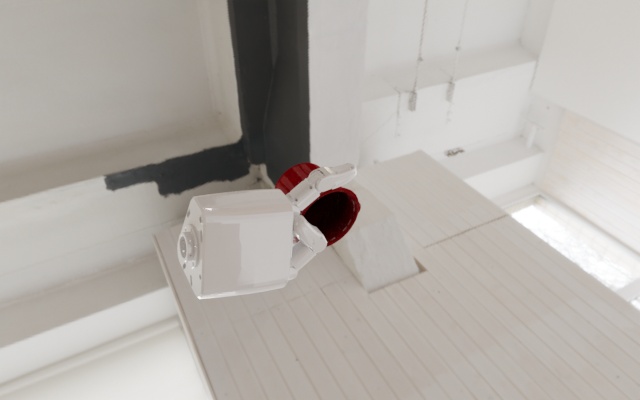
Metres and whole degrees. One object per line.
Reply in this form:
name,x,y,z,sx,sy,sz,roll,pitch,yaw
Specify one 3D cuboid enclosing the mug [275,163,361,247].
mug,0.001,0.002,0.635,0.117,0.093,0.081,-5,35,-34
